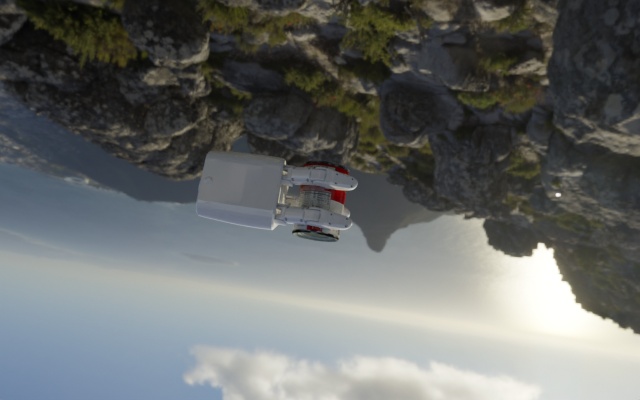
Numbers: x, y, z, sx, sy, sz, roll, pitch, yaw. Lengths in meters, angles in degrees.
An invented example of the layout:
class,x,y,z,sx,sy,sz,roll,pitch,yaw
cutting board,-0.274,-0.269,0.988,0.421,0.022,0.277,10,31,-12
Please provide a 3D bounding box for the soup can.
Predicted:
class,x,y,z,sx,sy,sz,roll,pitch,yaw
soup can,0.001,0.003,0.671,0.068,0.102,0.068,9,-12,2
